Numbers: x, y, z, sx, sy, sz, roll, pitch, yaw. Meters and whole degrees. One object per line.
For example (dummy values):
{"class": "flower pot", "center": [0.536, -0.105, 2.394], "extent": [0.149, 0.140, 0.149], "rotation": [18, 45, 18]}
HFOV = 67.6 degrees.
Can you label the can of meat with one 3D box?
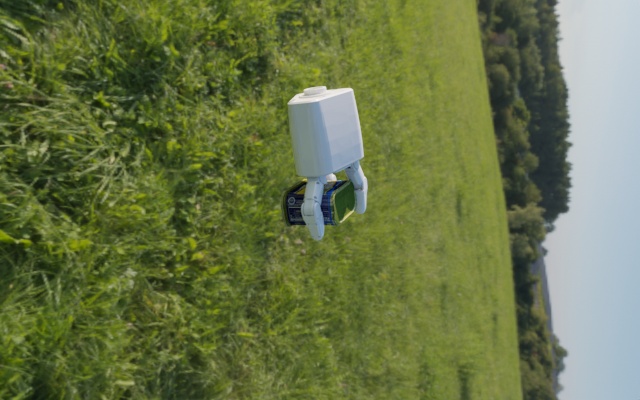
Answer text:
{"class": "can of meat", "center": [0.000, 0.002, 0.730], "extent": [0.084, 0.057, 0.102], "rotation": [-1, 17, 24]}
